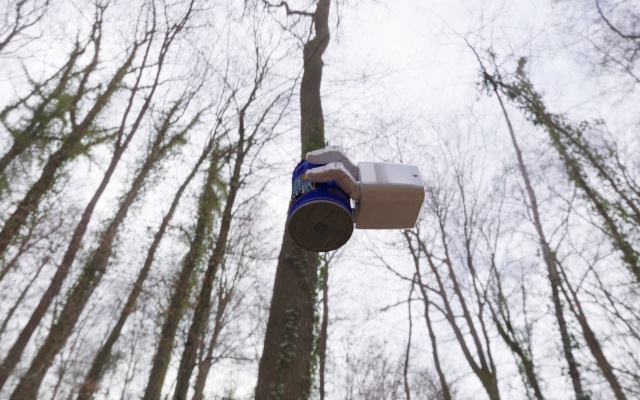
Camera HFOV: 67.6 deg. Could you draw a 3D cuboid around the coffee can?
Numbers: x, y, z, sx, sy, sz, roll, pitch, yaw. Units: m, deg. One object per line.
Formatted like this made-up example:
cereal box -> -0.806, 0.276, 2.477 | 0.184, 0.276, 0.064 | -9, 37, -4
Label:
coffee can -> 0.000, 0.003, 0.798 | 0.103, 0.103, 0.140 | 0, 37, -1
